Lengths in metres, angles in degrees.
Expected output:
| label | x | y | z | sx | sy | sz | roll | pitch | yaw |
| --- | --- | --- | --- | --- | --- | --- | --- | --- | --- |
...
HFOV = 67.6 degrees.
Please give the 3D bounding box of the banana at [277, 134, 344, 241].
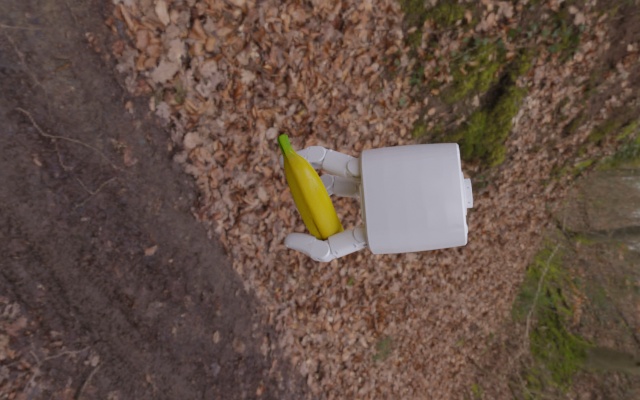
| label | x | y | z | sx | sy | sz | roll | pitch | yaw |
| --- | --- | --- | --- | --- | --- | --- | --- | --- | --- |
| banana | 0.000 | 0.013 | 0.558 | 0.037 | 0.069 | 0.198 | -15 | -45 | 9 |
